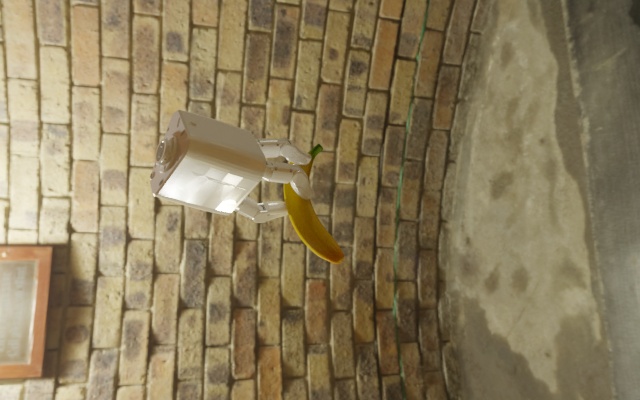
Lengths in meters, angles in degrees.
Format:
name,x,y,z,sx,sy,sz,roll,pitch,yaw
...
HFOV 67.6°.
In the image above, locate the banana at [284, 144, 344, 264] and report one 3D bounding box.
name,x,y,z,sx,sy,sz,roll,pitch,yaw
banana,-0.017,0.005,0.690,0.069,0.197,0.037,-20,-29,18
